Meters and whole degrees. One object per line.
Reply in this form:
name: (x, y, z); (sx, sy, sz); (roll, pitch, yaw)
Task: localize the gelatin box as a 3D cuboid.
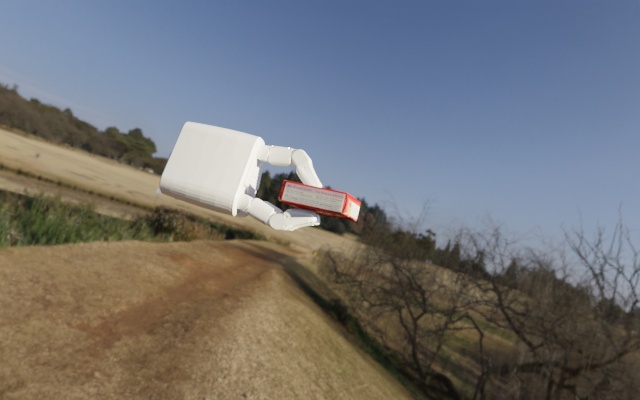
gelatin box: (0.001, 0.002, 0.619); (0.089, 0.030, 0.073); (11, -6, 18)
